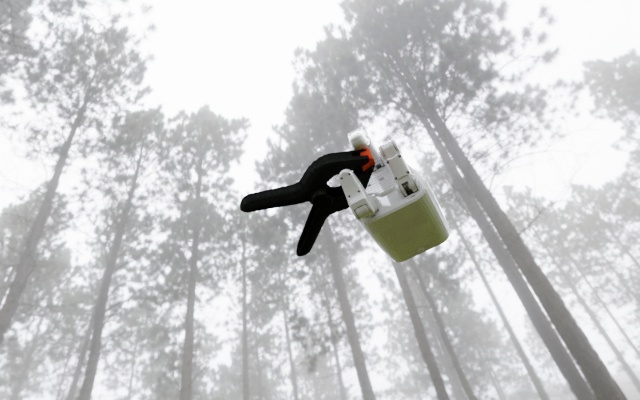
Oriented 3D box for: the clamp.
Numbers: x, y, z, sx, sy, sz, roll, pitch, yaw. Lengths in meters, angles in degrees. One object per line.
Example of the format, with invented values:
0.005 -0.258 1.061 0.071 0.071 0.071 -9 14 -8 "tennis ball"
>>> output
0.000 0.001 0.597 0.171 0.039 0.120 -28 -49 13 "clamp"
